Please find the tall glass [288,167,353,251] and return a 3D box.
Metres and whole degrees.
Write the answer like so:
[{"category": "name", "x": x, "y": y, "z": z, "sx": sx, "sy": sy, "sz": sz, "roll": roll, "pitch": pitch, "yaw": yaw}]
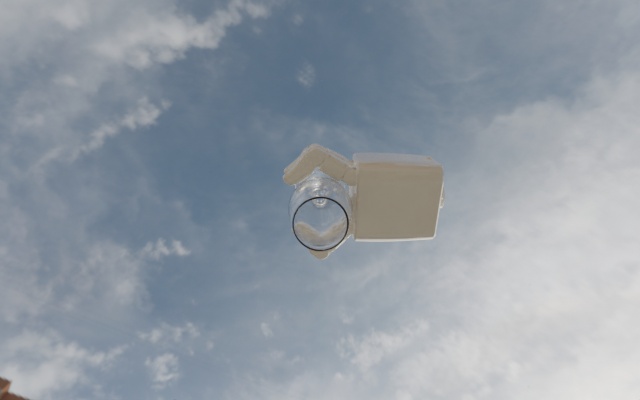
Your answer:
[{"category": "tall glass", "x": 0.000, "y": 0.002, "z": 0.612, "sx": 0.079, "sy": 0.079, "sz": 0.201, "roll": 0, "pitch": 14, "yaw": 0}]
